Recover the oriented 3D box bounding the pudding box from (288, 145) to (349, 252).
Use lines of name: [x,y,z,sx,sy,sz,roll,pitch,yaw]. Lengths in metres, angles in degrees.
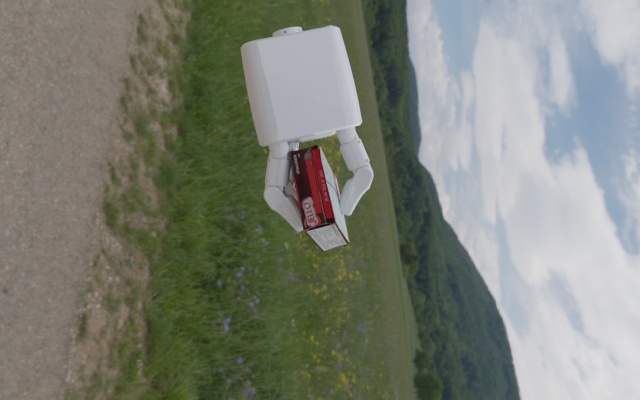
pudding box: [0.000,0.002,0.532,0.039,0.090,0.113,-14,-19,8]
